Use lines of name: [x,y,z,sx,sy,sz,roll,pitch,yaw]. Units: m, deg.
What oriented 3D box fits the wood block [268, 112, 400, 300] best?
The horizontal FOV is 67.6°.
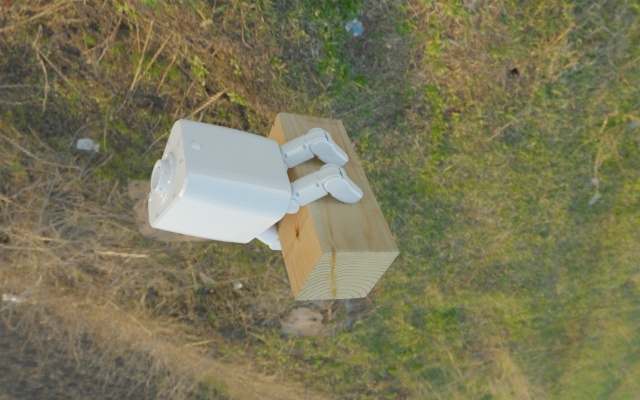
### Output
wood block: [0.000,0.002,0.554,0.090,0.206,0.091,3,-42,-26]
